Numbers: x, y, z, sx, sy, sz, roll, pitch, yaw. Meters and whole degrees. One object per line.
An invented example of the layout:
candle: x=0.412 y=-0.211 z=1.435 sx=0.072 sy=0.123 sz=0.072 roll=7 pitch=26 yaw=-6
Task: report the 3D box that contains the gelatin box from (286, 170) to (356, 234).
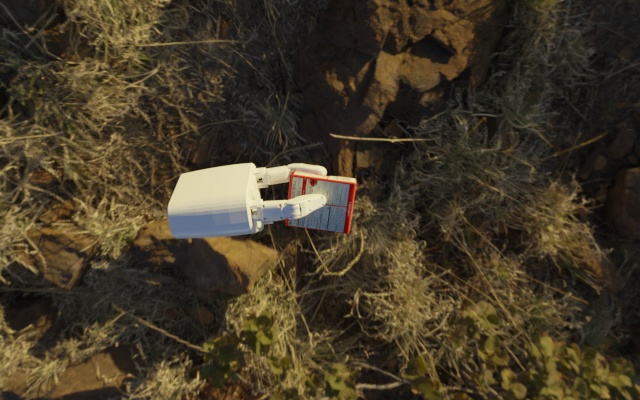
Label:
gelatin box: x=0.000 y=0.002 z=0.648 sx=0.089 sy=0.073 sz=0.030 roll=8 pitch=16 yaw=3
